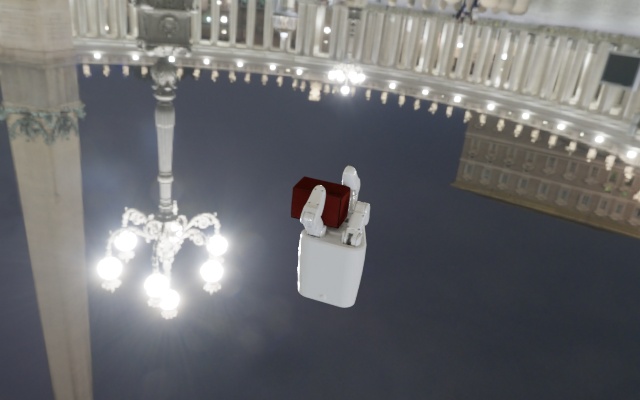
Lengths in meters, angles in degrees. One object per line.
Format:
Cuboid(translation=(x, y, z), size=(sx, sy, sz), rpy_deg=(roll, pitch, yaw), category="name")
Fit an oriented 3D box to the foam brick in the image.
Cuboid(translation=(0.000, 0.002, 0.721), size=(0.078, 0.051, 0.053), rpy_deg=(13, 25, 16), category="foam brick")
